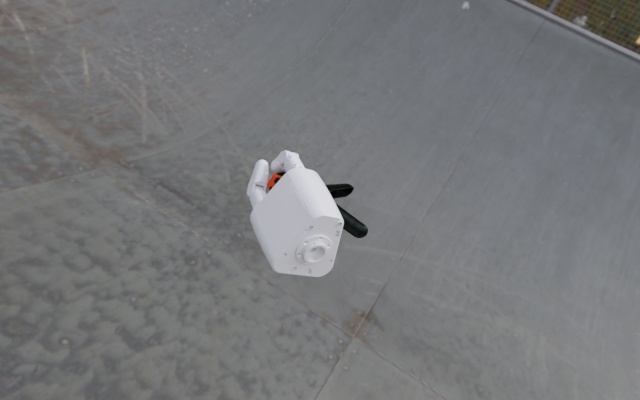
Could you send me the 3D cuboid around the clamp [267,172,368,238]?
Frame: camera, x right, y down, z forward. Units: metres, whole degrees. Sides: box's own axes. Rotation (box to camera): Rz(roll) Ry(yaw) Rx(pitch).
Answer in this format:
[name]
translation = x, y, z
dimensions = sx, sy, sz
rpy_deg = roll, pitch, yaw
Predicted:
[clamp]
translation = 0.000, 0.002, 0.748
dimensions = 0.171, 0.039, 0.120
rpy_deg = 11, 32, -32
